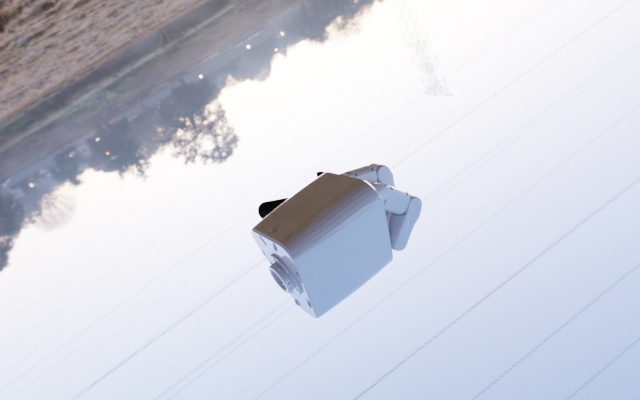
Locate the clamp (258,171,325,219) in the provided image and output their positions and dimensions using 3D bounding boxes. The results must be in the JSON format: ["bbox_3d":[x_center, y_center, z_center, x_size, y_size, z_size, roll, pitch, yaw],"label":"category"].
[{"bbox_3d":[0.000,0.002,0.592,0.120,0.039,0.171,-33,22,-23],"label":"clamp"}]
